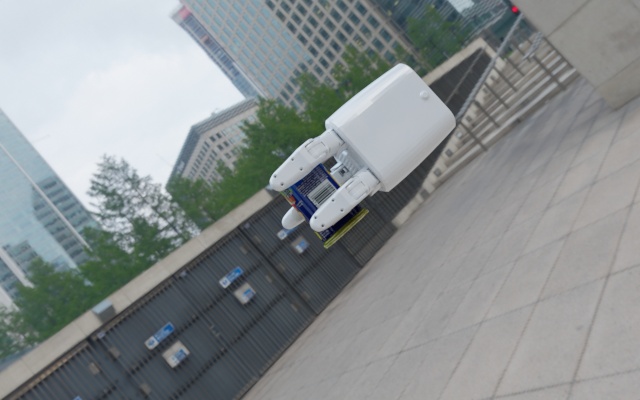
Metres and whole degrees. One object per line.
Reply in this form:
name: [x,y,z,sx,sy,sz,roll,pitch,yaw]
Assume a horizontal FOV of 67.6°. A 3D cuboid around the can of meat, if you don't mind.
can of meat: [0.000,0.001,0.514,0.057,0.084,0.102,-41,-3,-3]
